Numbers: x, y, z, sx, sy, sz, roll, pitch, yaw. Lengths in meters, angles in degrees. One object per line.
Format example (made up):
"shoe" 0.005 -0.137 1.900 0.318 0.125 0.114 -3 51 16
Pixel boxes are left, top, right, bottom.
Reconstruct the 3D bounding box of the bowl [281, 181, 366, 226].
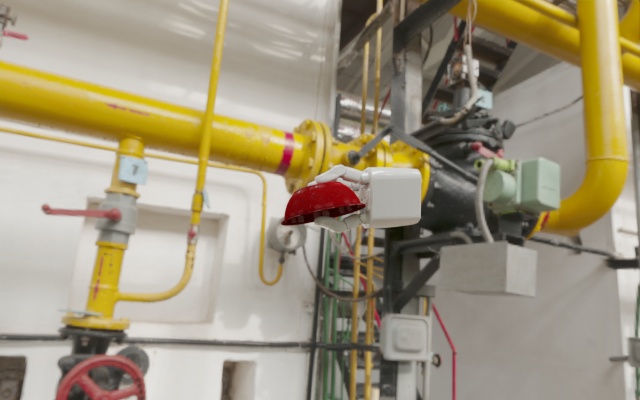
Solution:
"bowl" -0.001 0.003 0.889 0.162 0.055 0.162 -13 -8 -2
